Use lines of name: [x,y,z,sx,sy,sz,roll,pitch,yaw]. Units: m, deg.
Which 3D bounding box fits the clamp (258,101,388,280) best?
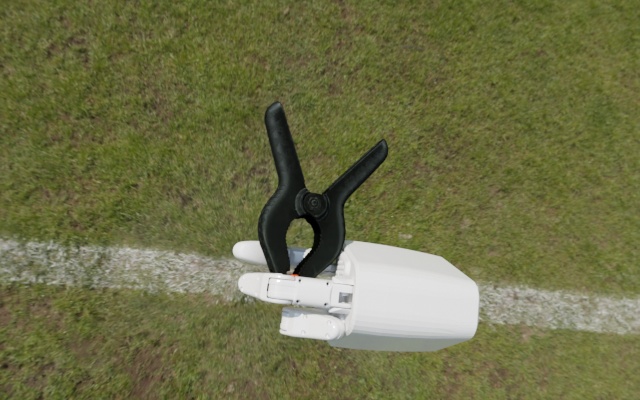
clamp: [0.000,0.001,0.431,0.120,0.171,0.039,8,-9,-8]
